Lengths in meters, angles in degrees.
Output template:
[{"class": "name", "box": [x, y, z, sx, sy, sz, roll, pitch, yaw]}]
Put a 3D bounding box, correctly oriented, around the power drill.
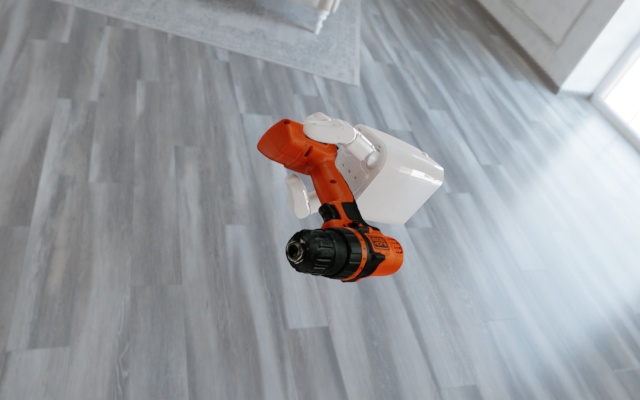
[{"class": "power drill", "box": [0.000, 0.001, 0.515, 0.057, 0.187, 0.184, -38, -27, 23]}]
